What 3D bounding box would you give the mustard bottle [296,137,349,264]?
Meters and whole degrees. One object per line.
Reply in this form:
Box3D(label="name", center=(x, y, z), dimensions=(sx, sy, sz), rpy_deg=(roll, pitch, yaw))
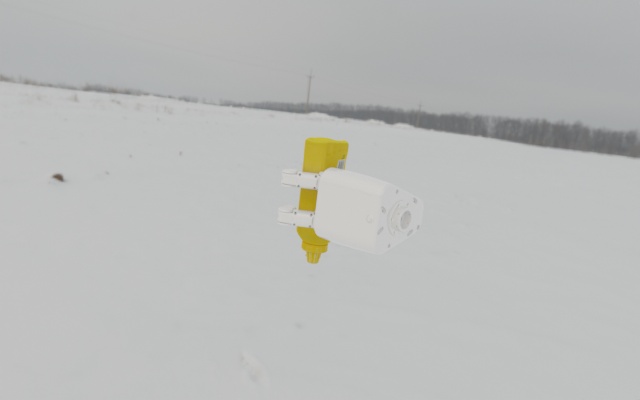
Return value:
Box3D(label="mustard bottle", center=(0.000, 0.002, 0.723), dimensions=(0.058, 0.191, 0.096), rpy_deg=(10, 11, 19))
